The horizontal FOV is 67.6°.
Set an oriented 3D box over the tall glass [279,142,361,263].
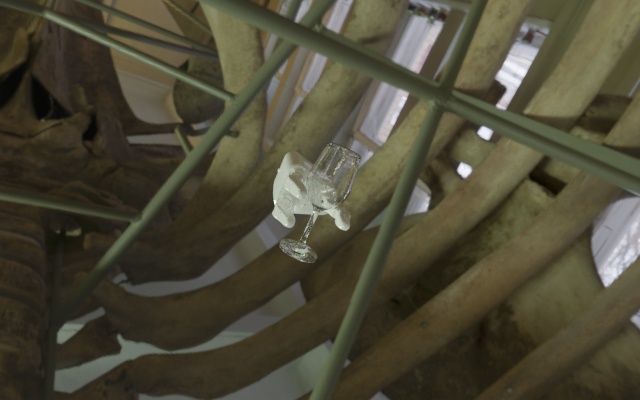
[{"bbox_3d":[0.000,0.003,0.822,0.079,0.201,0.079,23,17,-7],"label":"tall glass"}]
